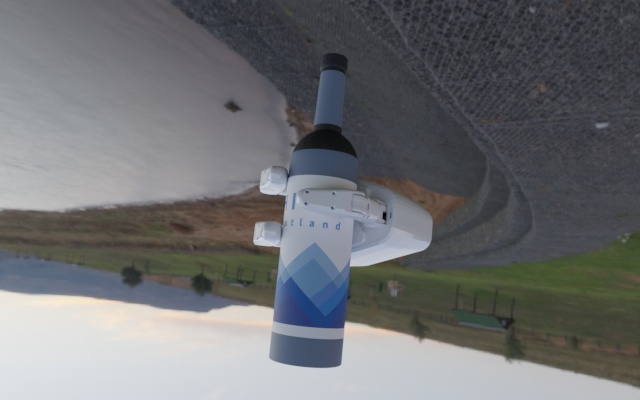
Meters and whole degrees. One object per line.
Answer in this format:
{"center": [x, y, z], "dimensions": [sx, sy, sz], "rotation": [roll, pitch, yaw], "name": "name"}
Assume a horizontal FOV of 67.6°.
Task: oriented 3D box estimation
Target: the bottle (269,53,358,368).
{"center": [0.000, 0.002, 0.458], "dimensions": [0.069, 0.295, 0.069], "rotation": [5, -9, 1], "name": "bottle"}
